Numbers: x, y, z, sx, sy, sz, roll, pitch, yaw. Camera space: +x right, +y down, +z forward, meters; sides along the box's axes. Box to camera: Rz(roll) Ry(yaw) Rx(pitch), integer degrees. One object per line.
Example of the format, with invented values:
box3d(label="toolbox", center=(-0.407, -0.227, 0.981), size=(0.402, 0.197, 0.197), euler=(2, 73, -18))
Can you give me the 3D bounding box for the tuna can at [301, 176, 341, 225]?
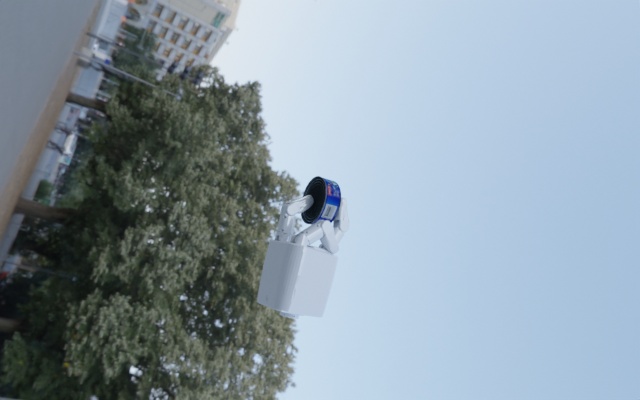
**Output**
box3d(label="tuna can", center=(0.001, 0.003, 0.835), size=(0.034, 0.086, 0.086), euler=(15, -7, -28))
